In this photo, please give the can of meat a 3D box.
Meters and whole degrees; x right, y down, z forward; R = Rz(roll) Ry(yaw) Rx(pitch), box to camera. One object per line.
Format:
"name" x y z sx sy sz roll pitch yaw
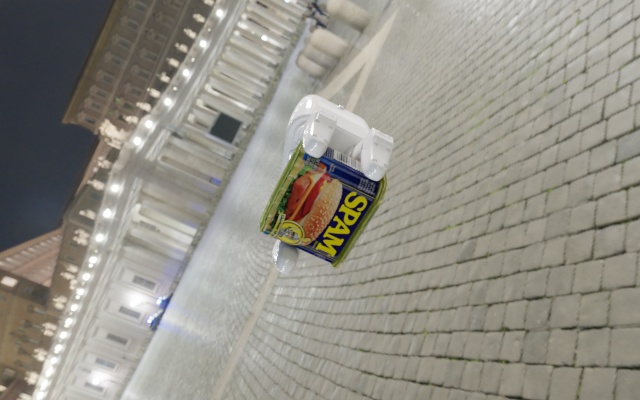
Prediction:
"can of meat" 0.000 0.001 0.442 0.084 0.102 0.057 25 27 -10
